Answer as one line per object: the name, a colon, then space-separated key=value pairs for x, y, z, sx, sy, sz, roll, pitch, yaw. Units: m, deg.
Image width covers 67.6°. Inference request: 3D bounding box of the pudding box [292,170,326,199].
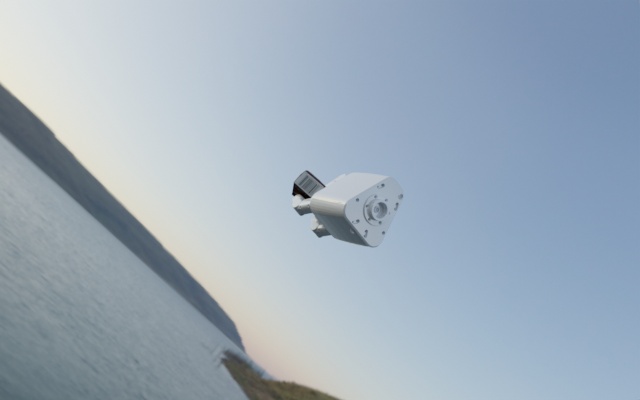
pudding box: x=0.000 y=0.003 z=0.878 sx=0.113 sy=0.039 sz=0.090 roll=43 pitch=-14 yaw=5
